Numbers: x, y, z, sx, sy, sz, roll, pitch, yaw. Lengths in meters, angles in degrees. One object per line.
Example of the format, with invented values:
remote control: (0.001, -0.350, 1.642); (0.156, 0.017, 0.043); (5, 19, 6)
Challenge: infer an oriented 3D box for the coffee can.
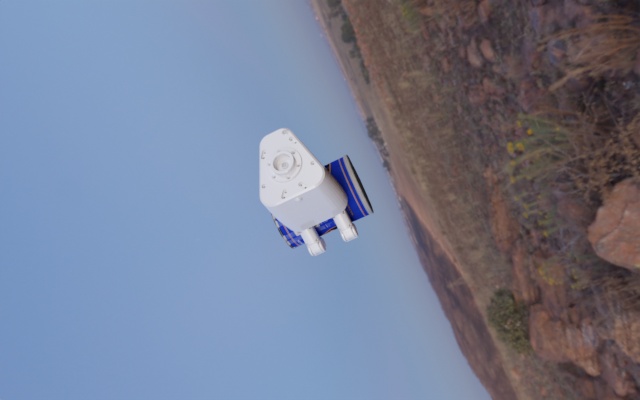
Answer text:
coffee can: (0.000, 0.002, 0.761); (0.140, 0.103, 0.103); (-25, -4, 8)
